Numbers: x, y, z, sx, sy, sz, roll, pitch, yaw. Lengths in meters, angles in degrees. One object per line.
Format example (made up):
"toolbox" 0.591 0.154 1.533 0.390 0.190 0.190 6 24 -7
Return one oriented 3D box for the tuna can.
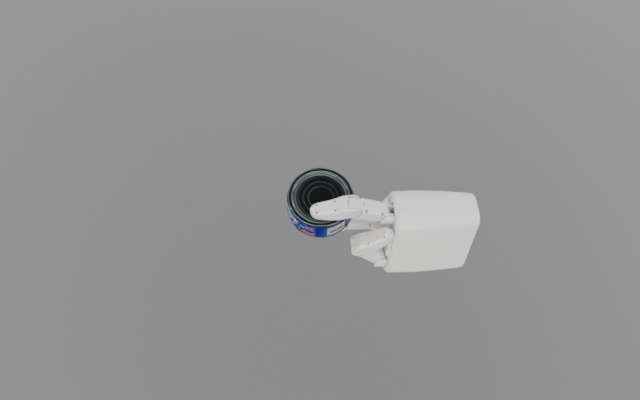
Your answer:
"tuna can" 0.000 0.002 0.606 0.086 0.086 0.034 0 -26 -1
